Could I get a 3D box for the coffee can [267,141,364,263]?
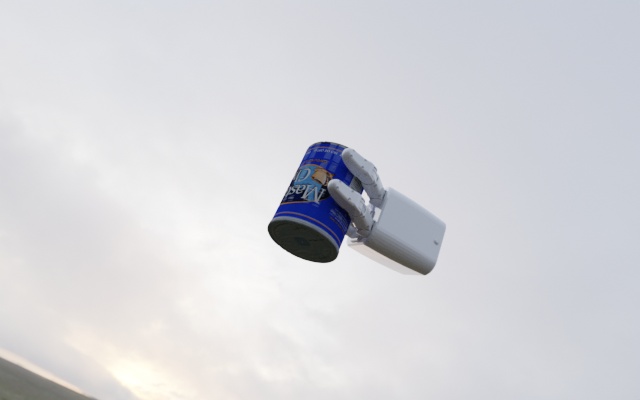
[{"bbox_3d":[0.000,0.002,0.673,0.103,0.140,0.103,18,-31,11],"label":"coffee can"}]
